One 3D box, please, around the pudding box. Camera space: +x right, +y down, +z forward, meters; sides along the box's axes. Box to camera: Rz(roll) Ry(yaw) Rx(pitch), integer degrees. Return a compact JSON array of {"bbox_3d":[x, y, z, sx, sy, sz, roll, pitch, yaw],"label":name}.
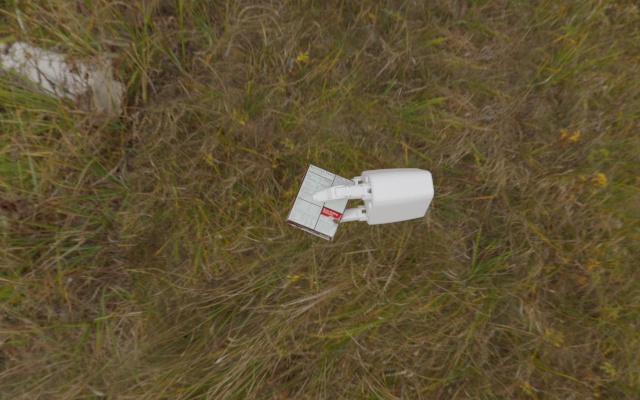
[{"bbox_3d":[0.000,0.003,0.837,0.090,0.113,0.039,22,-11,0],"label":"pudding box"}]
